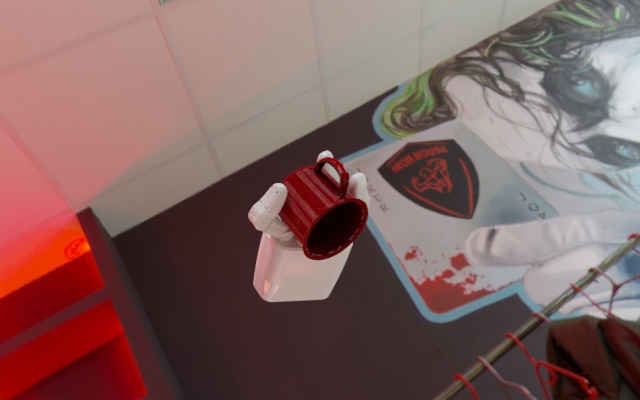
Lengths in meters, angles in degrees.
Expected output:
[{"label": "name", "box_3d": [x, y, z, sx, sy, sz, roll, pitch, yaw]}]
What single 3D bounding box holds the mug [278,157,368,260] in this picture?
[{"label": "mug", "box_3d": [0.000, 0.001, 0.570, 0.093, 0.117, 0.081, -11, 43, -36]}]
